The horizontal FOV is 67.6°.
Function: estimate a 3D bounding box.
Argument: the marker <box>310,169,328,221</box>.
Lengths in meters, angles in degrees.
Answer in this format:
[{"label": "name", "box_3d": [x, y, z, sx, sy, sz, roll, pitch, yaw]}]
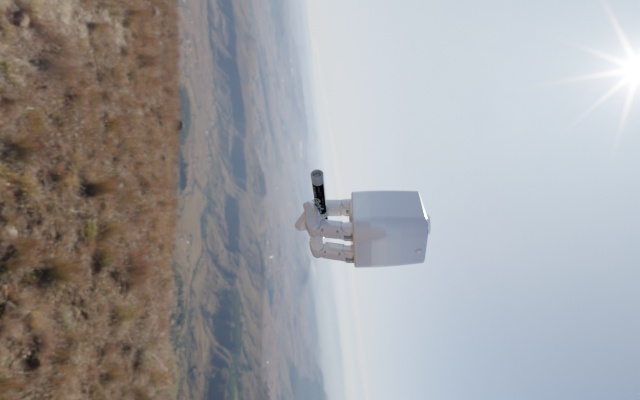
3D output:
[{"label": "marker", "box_3d": [0.000, 0.002, 0.713, 0.020, 0.020, 0.121, 0, -41, 6]}]
